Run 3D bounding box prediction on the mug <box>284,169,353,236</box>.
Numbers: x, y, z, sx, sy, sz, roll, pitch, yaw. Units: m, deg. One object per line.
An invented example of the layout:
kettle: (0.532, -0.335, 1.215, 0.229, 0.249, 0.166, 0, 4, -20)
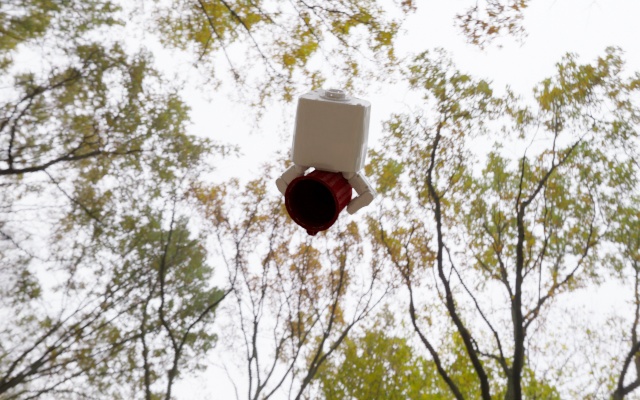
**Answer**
mug: (0.000, 0.004, 0.768, 0.093, 0.117, 0.081, 17, 27, 18)
